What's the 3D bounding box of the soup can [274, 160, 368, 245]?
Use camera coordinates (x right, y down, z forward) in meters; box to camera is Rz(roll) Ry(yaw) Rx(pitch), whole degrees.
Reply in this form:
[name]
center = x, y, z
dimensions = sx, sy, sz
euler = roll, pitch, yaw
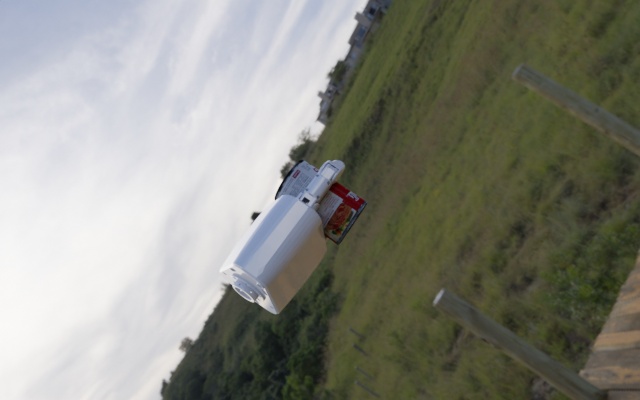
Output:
[soup can]
center = 0.000, 0.001, 0.618
dimensions = 0.102, 0.068, 0.068
euler = 34, 4, 7
